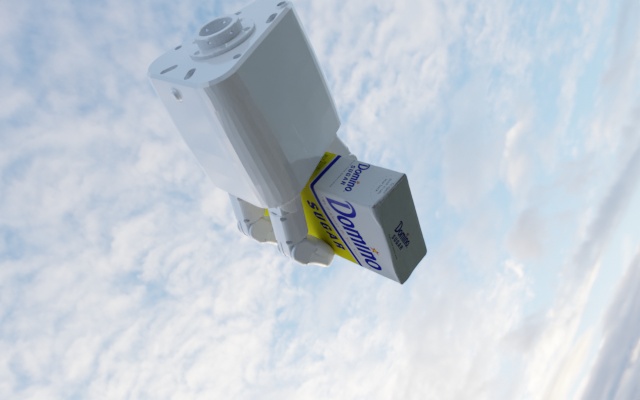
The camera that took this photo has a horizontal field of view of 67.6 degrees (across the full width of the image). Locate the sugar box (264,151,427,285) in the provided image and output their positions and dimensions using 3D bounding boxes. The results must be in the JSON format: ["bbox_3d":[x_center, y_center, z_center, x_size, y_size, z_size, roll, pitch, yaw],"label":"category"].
[{"bbox_3d":[0.000,0.002,0.413,0.176,0.093,0.048,23,59,41],"label":"sugar box"}]
